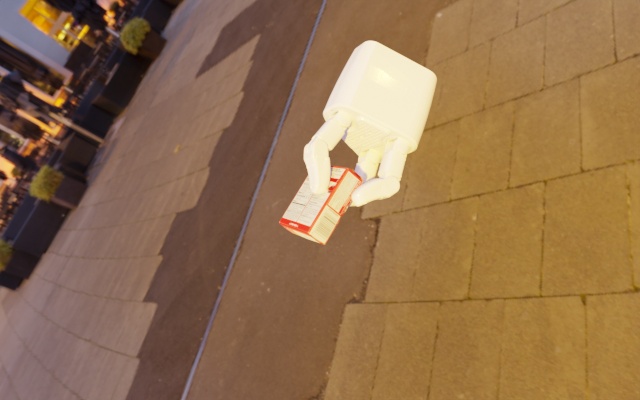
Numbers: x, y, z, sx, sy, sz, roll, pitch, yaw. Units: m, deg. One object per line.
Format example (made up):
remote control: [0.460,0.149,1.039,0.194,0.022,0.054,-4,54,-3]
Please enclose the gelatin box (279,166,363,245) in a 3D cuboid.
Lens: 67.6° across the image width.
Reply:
gelatin box: [0.000,0.002,0.553,0.030,0.089,0.073,38,-13,-29]
